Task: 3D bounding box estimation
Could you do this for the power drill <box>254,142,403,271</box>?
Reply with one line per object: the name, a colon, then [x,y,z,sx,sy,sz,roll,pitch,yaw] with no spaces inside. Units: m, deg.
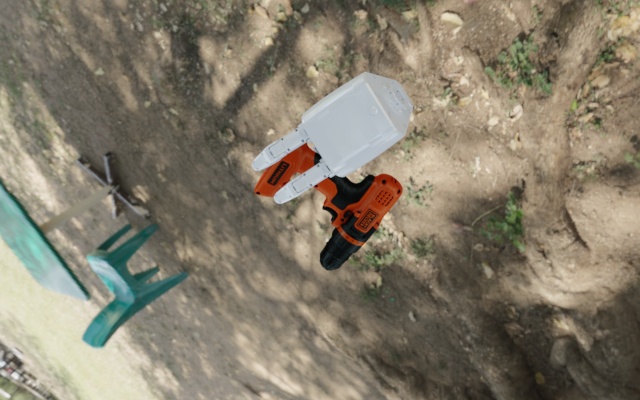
power drill: [0.000,0.002,0.711,0.188,0.184,0.057,31,23,-12]
